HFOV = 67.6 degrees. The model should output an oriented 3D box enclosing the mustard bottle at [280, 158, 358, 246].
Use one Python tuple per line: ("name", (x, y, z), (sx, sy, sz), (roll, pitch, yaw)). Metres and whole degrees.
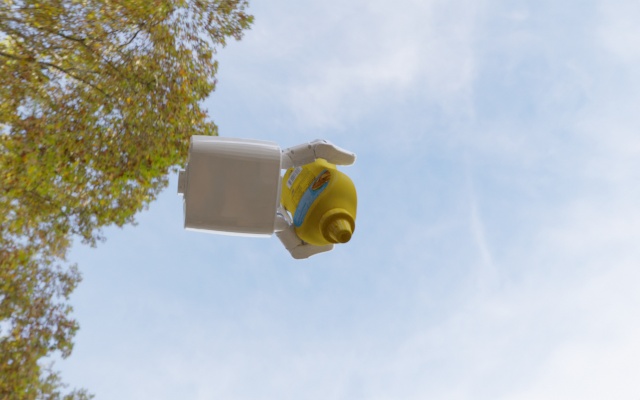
("mustard bottle", (0.000, 0.002, 0.602), (0.058, 0.096, 0.191), (30, 12, -25))
